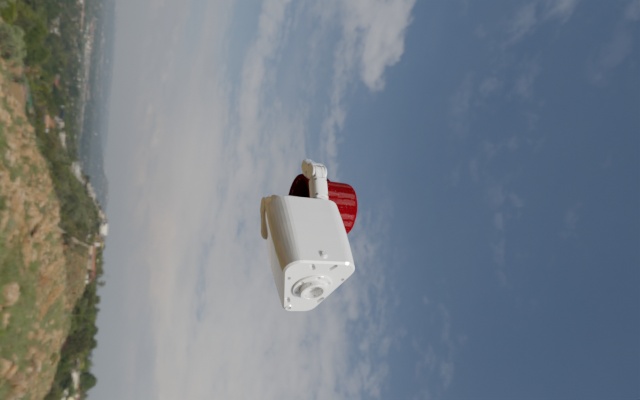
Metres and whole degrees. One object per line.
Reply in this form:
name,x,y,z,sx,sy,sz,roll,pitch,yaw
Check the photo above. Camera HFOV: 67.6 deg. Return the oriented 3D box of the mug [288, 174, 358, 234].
mug,0.000,0.001,0.724,0.081,0.117,0.093,6,-46,-23
